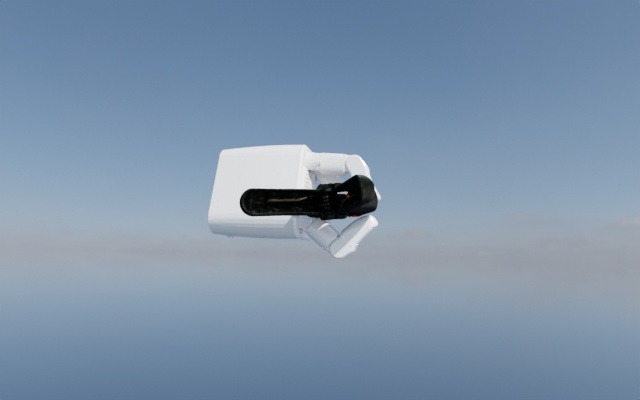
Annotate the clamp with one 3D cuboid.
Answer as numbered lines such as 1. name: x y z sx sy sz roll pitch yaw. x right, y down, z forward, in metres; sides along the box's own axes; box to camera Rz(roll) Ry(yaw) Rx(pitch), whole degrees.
1. clamp: 0.000 0.001 0.468 0.120 0.039 0.171 0 -7 12
